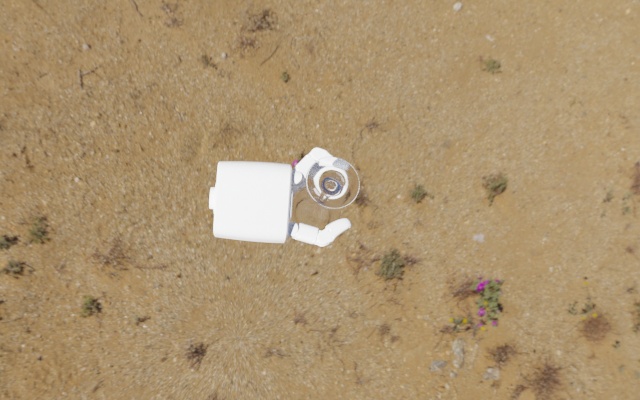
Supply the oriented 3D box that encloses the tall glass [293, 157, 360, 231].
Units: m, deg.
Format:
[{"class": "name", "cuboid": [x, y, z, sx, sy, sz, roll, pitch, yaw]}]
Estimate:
[{"class": "tall glass", "cuboid": [0.000, 0.002, 0.735, 0.079, 0.079, 0.201, 0, -16, -10]}]
